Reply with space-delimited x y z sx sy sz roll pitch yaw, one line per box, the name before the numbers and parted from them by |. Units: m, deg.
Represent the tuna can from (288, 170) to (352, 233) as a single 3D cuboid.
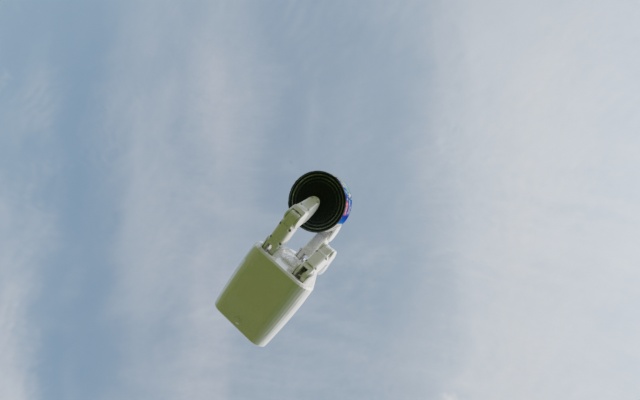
tuna can | 0.000 0.002 0.670 0.086 0.086 0.034 0 -2 21
